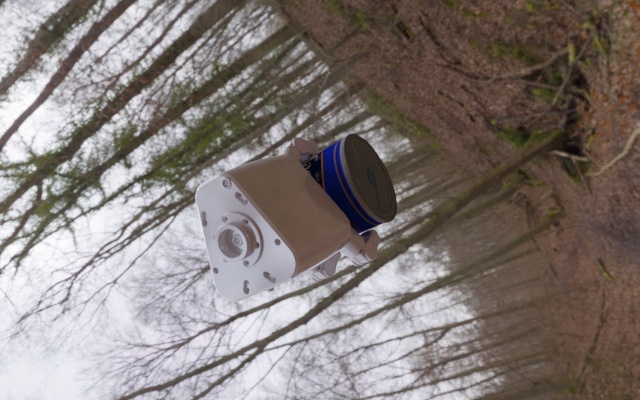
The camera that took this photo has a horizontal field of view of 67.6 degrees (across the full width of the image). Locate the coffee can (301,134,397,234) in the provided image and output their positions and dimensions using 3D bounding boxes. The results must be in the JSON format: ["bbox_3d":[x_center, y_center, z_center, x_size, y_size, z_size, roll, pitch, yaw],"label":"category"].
[{"bbox_3d":[0.000,0.002,0.539,0.140,0.102,0.103,-26,-13,28],"label":"coffee can"}]
